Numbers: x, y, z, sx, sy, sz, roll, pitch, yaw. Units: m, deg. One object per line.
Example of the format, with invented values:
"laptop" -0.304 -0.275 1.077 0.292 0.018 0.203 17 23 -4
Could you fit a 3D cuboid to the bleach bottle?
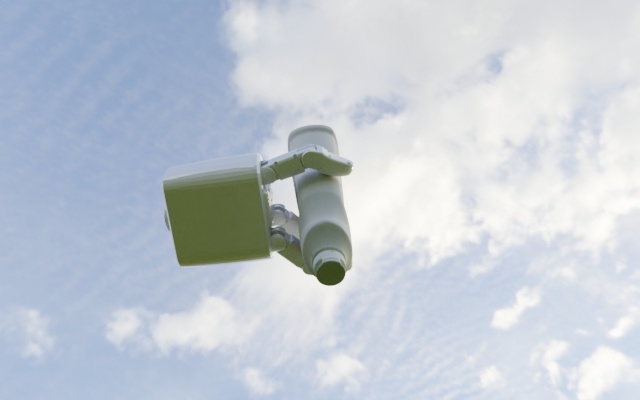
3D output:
"bleach bottle" 0.000 0.002 0.547 0.068 0.103 0.250 -8 28 0
